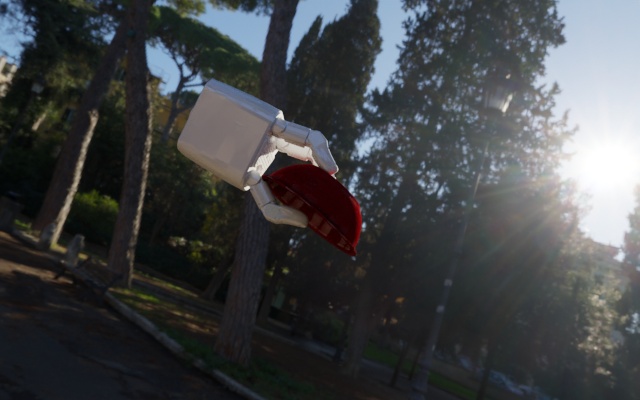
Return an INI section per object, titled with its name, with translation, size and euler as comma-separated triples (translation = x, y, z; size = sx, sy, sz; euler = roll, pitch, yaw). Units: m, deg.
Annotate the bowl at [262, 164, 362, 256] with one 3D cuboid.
[bowl]
translation = 0.001, 0.003, 0.630
size = 0.162, 0.055, 0.162
euler = 40, -10, 8
